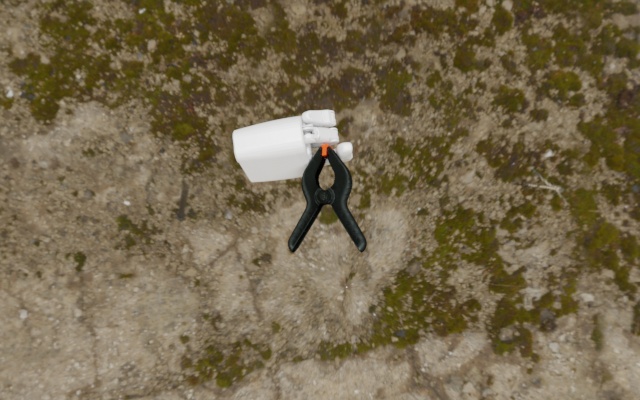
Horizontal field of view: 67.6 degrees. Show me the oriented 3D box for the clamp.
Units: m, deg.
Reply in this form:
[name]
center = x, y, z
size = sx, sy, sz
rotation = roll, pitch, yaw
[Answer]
[clamp]
center = 0.000, 0.002, 0.730
size = 0.120, 0.171, 0.039
rotation = -9, -10, 7
